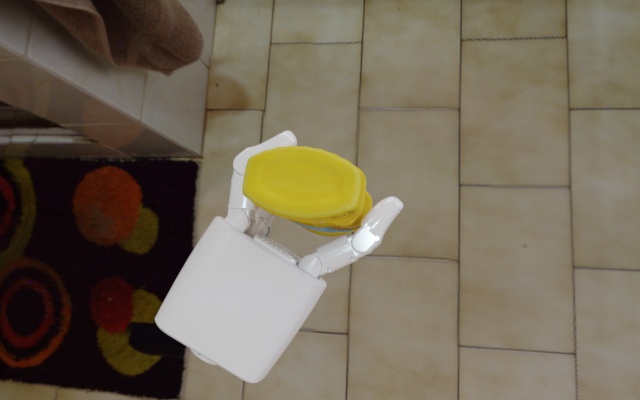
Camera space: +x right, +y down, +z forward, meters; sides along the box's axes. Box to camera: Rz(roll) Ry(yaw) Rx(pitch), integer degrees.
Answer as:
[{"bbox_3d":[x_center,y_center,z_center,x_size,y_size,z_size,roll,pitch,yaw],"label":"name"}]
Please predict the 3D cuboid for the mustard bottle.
[{"bbox_3d":[0.000,0.001,0.455,0.096,0.058,0.192,6,-9,11],"label":"mustard bottle"}]
